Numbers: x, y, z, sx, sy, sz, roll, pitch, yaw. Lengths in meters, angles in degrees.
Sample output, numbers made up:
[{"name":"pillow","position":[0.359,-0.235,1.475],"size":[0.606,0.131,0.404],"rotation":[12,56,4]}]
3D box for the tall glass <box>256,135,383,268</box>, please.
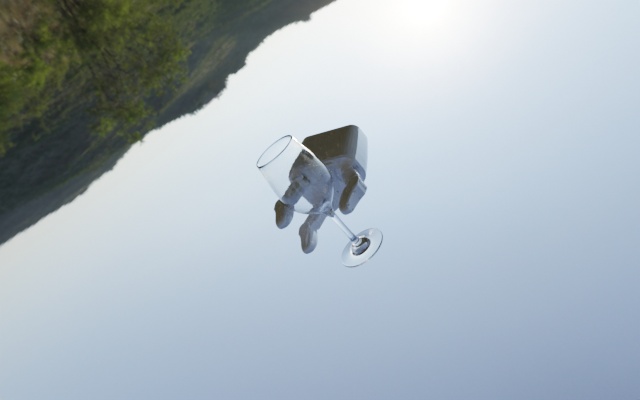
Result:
[{"name":"tall glass","position":[0.001,0.003,0.665],"size":[0.201,0.079,0.079],"rotation":[48,-24,-24]}]
